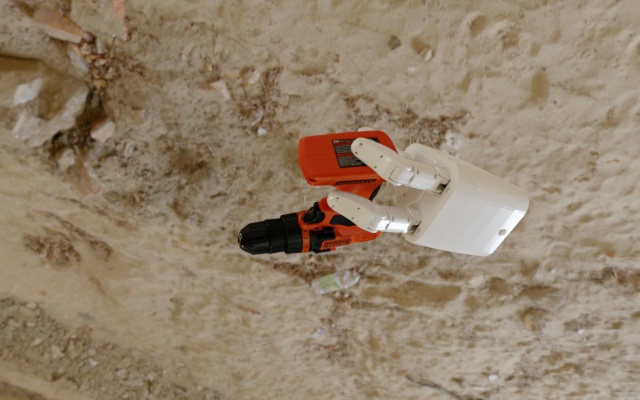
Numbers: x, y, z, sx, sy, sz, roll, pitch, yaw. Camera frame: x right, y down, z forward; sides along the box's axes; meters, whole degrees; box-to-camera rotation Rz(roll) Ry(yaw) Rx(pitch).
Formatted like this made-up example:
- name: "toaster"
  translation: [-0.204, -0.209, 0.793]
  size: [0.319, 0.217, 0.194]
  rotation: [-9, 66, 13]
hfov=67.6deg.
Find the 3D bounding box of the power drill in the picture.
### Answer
- name: "power drill"
  translation: [0.000, 0.002, 0.542]
  size: [0.184, 0.057, 0.188]
  rotation: [-8, -28, -16]
